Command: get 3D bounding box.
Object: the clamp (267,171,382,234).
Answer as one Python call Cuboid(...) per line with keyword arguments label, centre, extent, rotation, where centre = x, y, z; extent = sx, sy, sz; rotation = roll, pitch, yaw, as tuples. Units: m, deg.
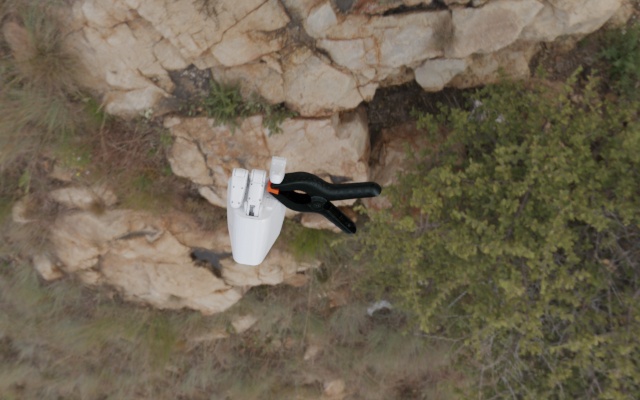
Cuboid(label="clamp", centre=(0.000, 0.003, 0.753), extent=(0.171, 0.120, 0.039), rotation=(12, 43, -2))
